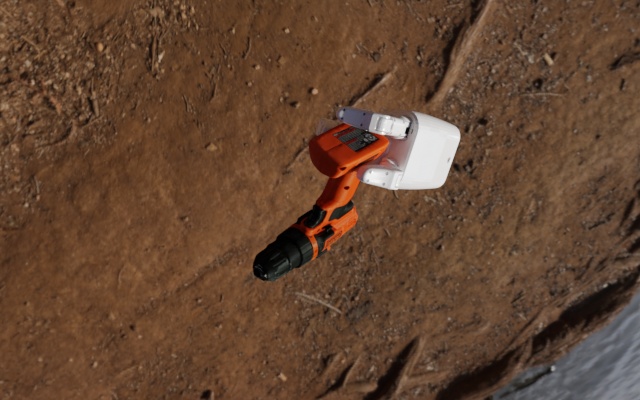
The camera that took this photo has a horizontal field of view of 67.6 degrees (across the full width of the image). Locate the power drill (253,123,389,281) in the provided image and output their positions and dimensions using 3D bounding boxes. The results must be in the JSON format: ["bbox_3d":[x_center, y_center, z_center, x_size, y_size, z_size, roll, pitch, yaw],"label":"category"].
[{"bbox_3d":[0.000,0.002,0.581,0.057,0.188,0.184,39,44,17],"label":"power drill"}]
